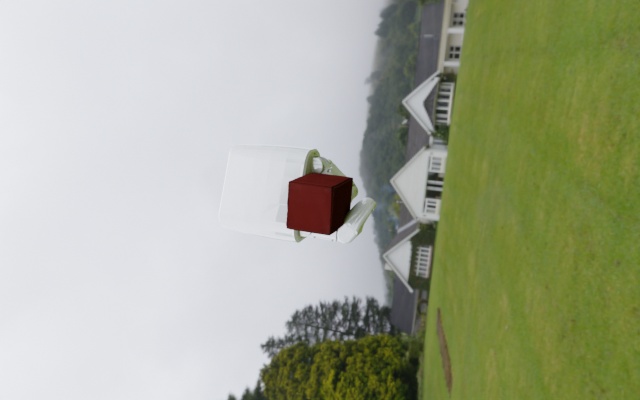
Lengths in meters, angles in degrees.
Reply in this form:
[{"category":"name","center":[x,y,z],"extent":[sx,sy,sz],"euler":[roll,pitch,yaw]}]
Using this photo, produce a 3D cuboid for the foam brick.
[{"category":"foam brick","center":[0.000,0.002,0.528],"extent":[0.051,0.053,0.078],"euler":[8,13,17]}]
